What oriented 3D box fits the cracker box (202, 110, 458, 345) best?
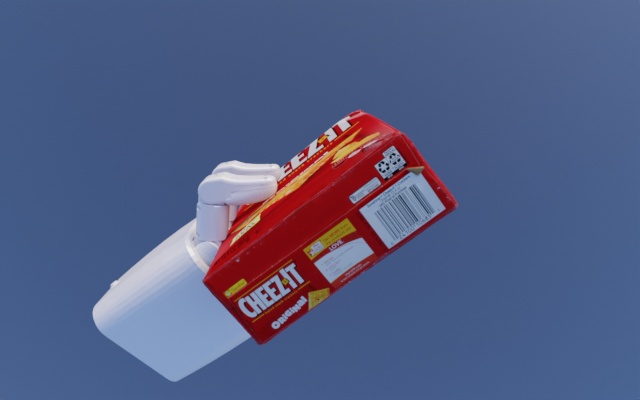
[{"bbox_3d":[0.000,0.002,0.406,0.164,0.072,0.213,-37,13,7],"label":"cracker box"}]
